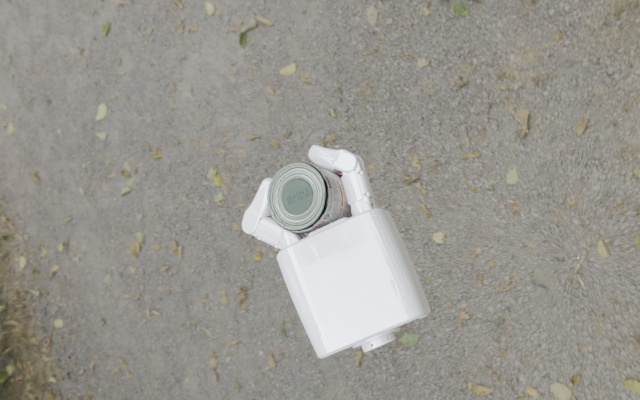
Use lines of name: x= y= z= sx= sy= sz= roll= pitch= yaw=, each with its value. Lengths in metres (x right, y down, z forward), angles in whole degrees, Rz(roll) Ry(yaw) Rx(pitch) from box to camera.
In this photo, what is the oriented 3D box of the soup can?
soup can: x=0.000 y=0.001 z=0.491 sx=0.068 sy=0.068 sz=0.102 roll=0 pitch=-6 yaw=28
